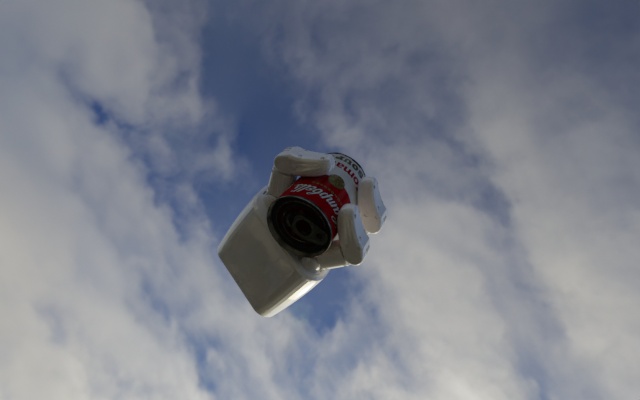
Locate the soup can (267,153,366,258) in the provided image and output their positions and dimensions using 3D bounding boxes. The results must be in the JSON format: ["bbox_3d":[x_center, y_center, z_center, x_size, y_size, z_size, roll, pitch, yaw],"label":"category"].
[{"bbox_3d":[0.000,0.001,0.485,0.068,0.068,0.102,0,29,28],"label":"soup can"}]
